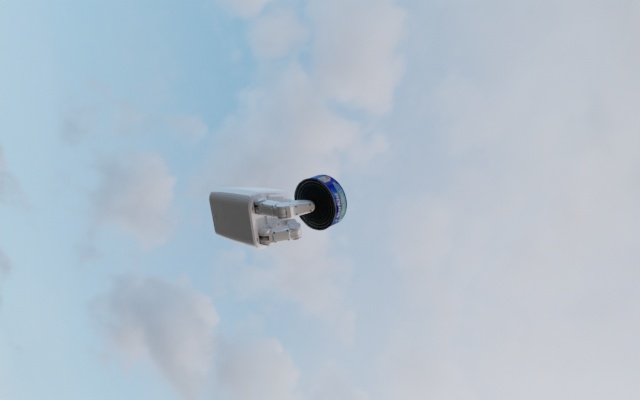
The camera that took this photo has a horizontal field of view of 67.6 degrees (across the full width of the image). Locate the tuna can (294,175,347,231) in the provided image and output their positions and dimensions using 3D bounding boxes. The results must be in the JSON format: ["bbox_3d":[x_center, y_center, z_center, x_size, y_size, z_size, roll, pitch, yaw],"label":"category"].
[{"bbox_3d":[0.001,0.002,0.761,0.086,0.086,0.033,0,15,42],"label":"tuna can"}]
